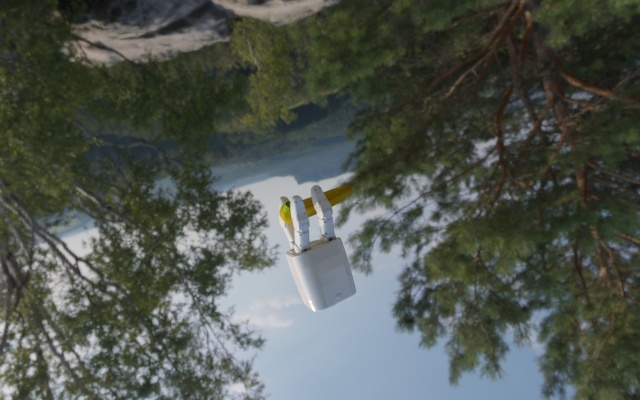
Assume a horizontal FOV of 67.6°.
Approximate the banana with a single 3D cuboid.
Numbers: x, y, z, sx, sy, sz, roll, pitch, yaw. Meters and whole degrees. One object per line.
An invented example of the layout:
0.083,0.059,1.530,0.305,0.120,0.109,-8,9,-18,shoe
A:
-0.015,0.009,0.889,0.070,0.037,0.198,-24,-3,38,banana
